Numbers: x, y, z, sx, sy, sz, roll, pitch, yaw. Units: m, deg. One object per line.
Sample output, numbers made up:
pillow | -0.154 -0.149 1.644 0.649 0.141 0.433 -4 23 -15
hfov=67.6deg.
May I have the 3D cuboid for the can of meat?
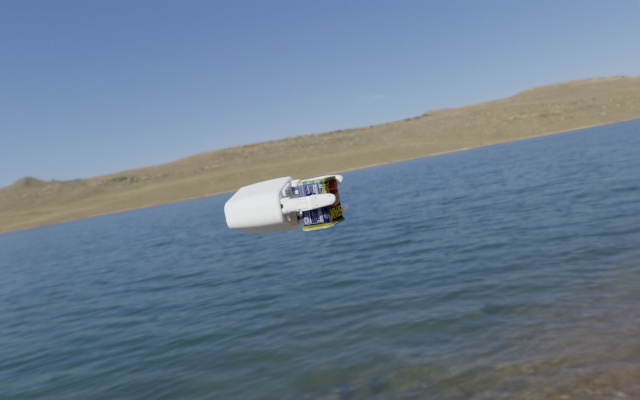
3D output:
can of meat | 0.000 0.002 0.846 0.057 0.084 0.102 -10 3 19
